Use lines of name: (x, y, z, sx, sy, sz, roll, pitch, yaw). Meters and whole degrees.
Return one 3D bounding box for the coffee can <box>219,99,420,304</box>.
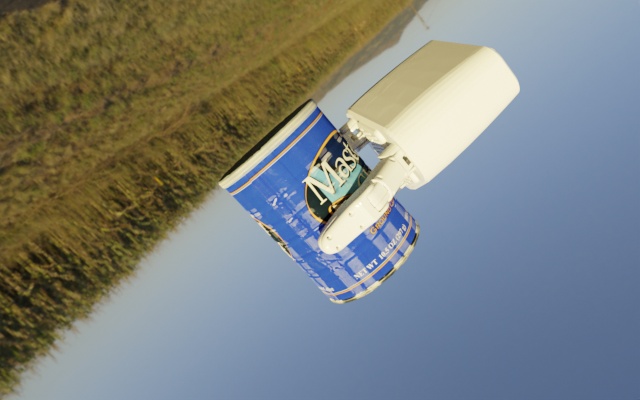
coffee can: (0.000, 0.001, 0.403, 0.103, 0.140, 0.102, -40, 13, 11)
